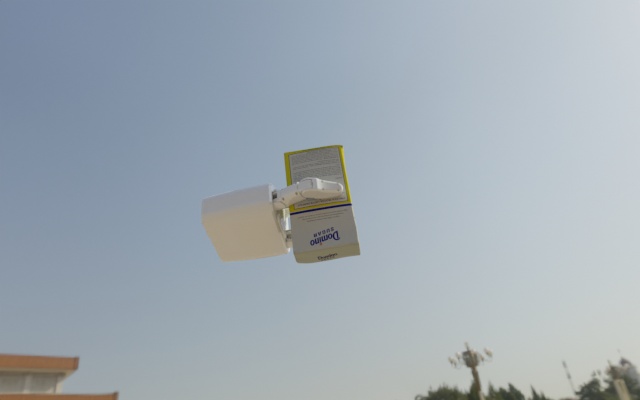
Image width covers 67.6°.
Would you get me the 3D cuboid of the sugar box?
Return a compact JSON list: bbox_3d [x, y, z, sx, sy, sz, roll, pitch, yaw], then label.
[{"bbox_3d":[0.000,0.003,0.702,0.093,0.176,0.048,-9,-31,3],"label":"sugar box"}]
